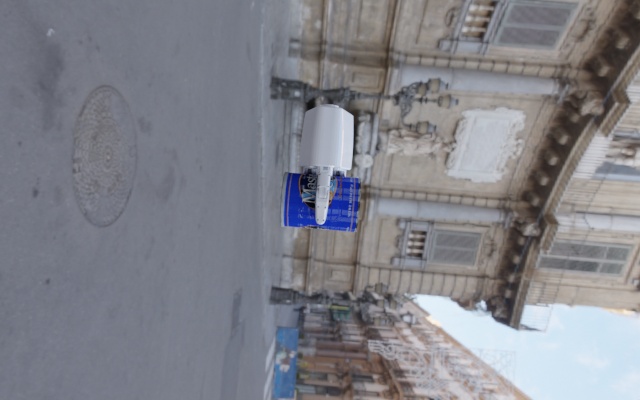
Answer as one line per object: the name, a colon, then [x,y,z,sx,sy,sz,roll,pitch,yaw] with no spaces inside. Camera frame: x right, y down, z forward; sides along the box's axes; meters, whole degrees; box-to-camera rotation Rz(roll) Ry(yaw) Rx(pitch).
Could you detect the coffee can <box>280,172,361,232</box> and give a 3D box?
coffee can: [0.000,0.003,0.889,0.140,0.103,0.103,5,0,0]
